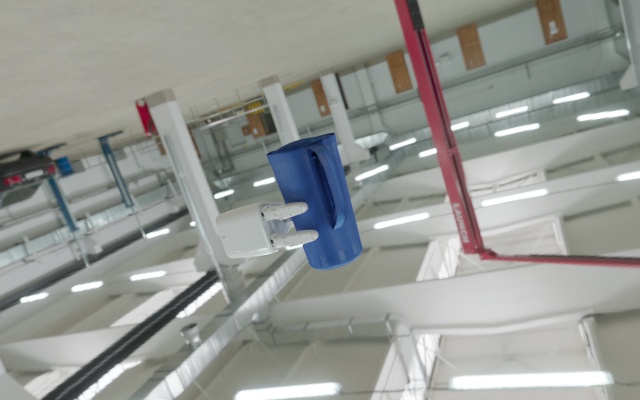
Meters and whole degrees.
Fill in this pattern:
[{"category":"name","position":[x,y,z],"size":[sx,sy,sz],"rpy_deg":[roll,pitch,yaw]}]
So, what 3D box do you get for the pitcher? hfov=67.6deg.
[{"category":"pitcher","position":[0.000,0.003,0.891],"size":[0.145,0.243,0.149],"rpy_deg":[-13,12,24]}]
